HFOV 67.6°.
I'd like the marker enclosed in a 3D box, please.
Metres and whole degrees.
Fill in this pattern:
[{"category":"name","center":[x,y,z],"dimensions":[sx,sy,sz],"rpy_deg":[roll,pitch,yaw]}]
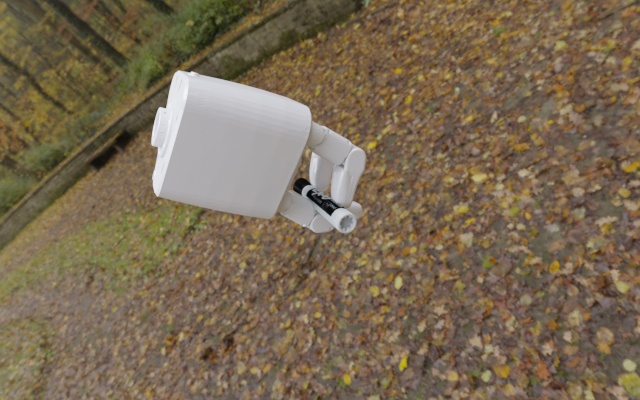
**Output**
[{"category":"marker","center":[0.000,0.002,0.463],"dimensions":[0.020,0.020,0.121],"rpy_deg":[0,18,-24]}]
